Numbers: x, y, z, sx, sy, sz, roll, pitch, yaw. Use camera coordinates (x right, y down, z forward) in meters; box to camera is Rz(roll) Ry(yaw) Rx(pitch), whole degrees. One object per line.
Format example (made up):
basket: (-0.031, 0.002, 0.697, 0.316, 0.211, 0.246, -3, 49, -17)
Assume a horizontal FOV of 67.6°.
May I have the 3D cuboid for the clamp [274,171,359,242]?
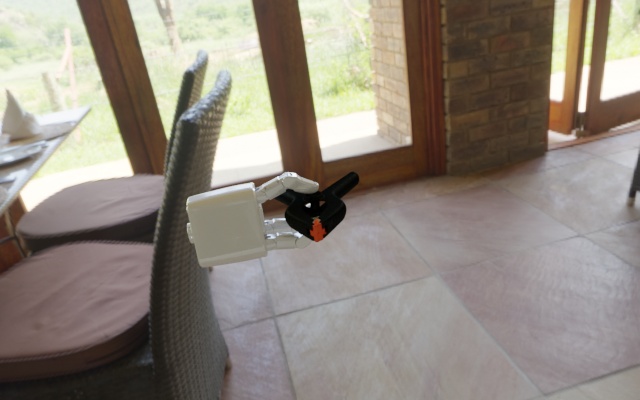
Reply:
clamp: (0.000, 0.002, 0.761, 0.164, 0.036, 0.210, -11, 24, -6)
